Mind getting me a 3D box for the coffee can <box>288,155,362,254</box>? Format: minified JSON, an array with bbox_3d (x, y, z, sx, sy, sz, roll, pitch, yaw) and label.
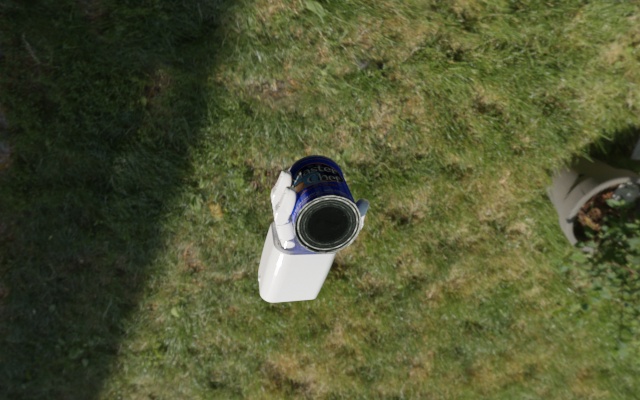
[{"bbox_3d":[0.000,0.002,0.761,0.103,0.103,0.140,0,30,-11],"label":"coffee can"}]
